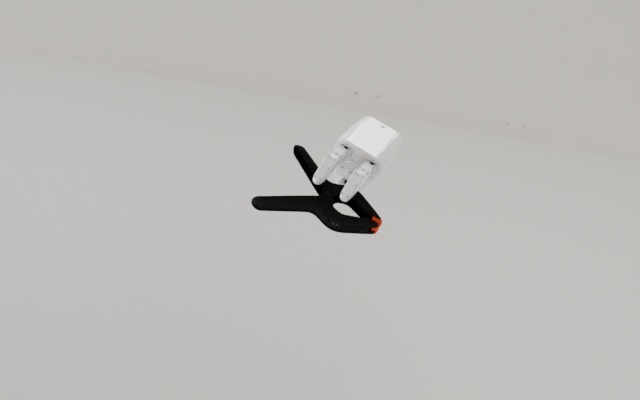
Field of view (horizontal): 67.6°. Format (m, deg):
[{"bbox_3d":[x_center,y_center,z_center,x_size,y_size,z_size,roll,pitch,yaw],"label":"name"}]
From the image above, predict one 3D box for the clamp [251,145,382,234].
[{"bbox_3d":[0.001,0.003,0.801,0.210,0.036,0.164,33,51,10],"label":"clamp"}]
